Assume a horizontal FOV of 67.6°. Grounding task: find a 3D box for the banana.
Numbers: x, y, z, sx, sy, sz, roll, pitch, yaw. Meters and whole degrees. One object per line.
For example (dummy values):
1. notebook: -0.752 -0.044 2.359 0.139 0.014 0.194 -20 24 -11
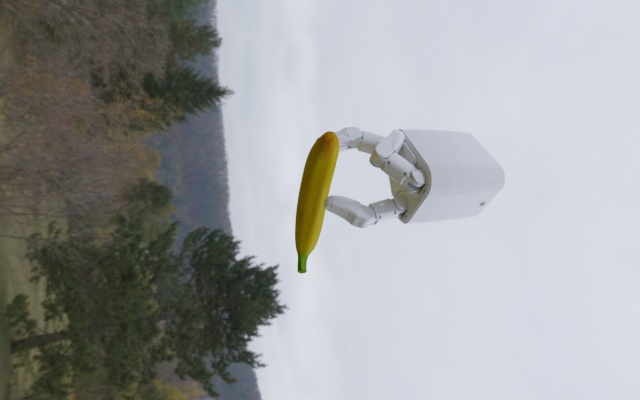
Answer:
1. banana: -0.005 -0.005 0.593 0.037 0.198 0.069 0 32 -16
